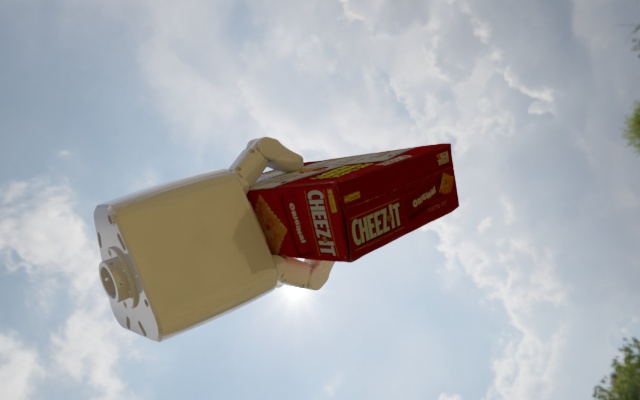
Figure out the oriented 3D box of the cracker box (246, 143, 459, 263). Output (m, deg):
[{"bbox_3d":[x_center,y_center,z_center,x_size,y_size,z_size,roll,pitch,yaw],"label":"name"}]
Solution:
[{"bbox_3d":[0.000,0.001,0.473,0.164,0.072,0.213,-21,12,-42],"label":"cracker box"}]
